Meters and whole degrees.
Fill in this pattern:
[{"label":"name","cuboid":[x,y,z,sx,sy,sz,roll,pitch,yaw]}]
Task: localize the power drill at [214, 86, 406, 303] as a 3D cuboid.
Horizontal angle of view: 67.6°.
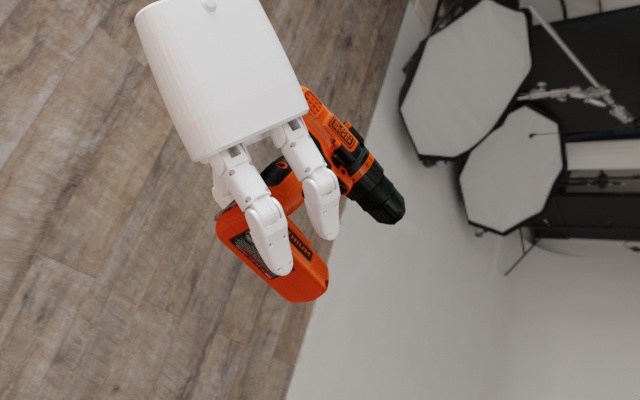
[{"label":"power drill","cuboid":[0.000,0.002,0.453,0.057,0.184,0.187,-31,21,41]}]
